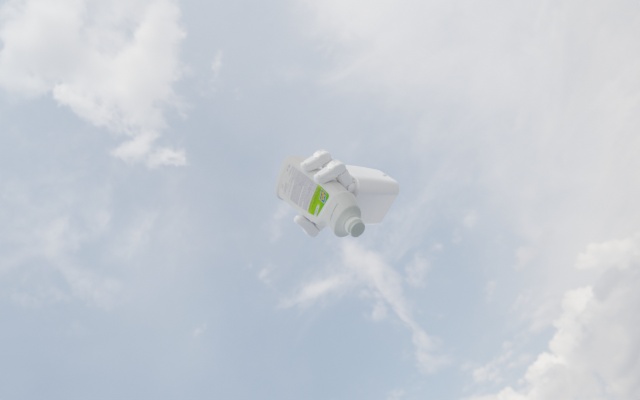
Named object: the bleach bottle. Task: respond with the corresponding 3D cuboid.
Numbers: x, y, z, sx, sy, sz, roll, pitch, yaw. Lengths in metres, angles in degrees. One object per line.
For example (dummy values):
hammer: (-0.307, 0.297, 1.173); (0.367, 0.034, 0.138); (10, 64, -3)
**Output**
bleach bottle: (0.000, 0.003, 0.884); (0.068, 0.102, 0.250); (4, 23, -33)
